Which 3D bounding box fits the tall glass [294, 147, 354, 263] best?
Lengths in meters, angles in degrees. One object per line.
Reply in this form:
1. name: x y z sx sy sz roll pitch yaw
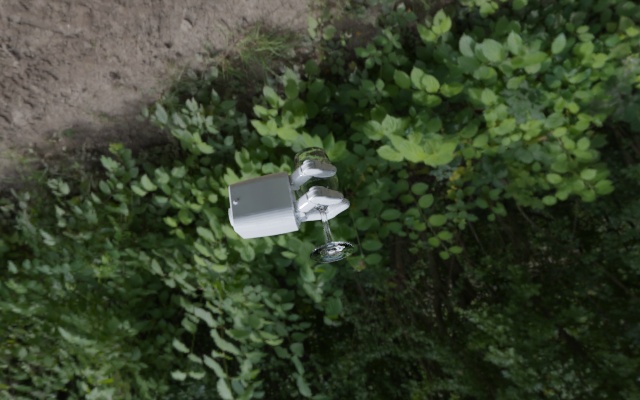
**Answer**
1. tall glass: 0.000 0.003 0.841 0.079 0.201 0.079 -9 -29 -5
